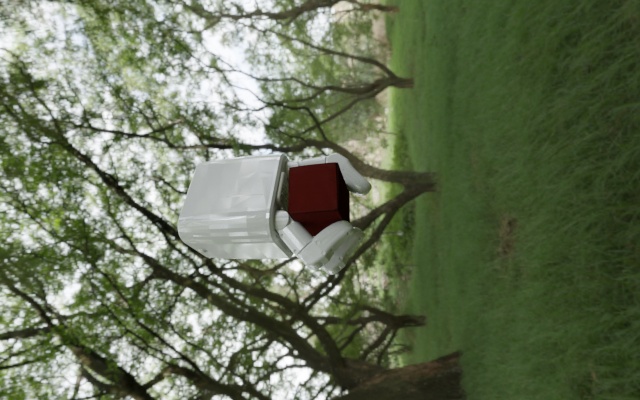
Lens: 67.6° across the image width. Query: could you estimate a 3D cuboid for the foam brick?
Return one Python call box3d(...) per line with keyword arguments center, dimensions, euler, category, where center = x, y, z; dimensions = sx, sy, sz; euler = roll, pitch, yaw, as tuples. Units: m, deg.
box3d(center=(0.000, 0.001, 0.499), dimensions=(0.051, 0.053, 0.078), euler=(-4, -23, 11), category="foam brick")
